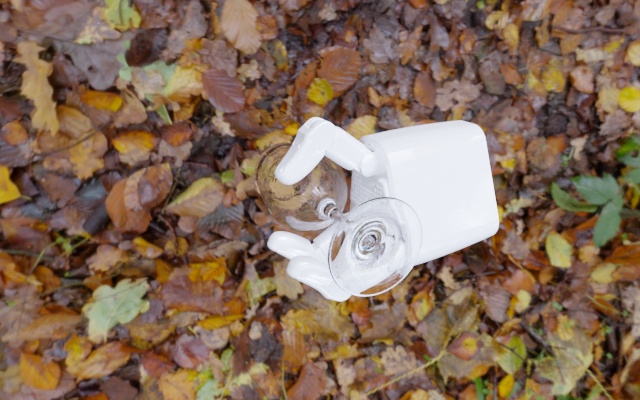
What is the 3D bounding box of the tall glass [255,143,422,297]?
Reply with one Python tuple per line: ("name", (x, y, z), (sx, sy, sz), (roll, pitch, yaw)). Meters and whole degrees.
("tall glass", (0.000, 0.002, 0.412), (0.079, 0.079, 0.201), (0, 19, -25))
